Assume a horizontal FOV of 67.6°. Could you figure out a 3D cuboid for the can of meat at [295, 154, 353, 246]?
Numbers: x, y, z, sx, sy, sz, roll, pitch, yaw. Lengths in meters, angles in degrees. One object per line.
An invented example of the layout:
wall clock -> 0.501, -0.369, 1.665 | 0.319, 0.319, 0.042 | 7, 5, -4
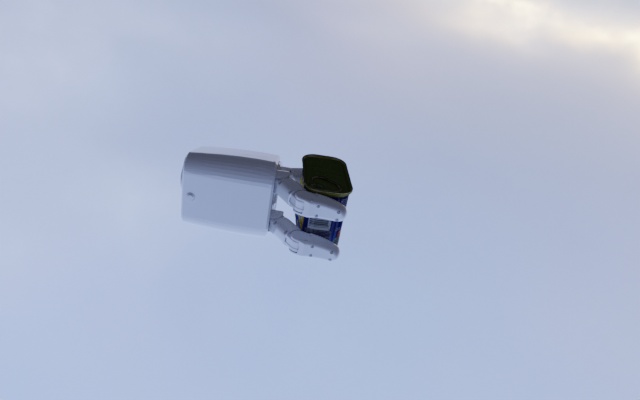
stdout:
can of meat -> 0.000, 0.002, 0.593 | 0.057, 0.084, 0.102 | 7, 28, -9
